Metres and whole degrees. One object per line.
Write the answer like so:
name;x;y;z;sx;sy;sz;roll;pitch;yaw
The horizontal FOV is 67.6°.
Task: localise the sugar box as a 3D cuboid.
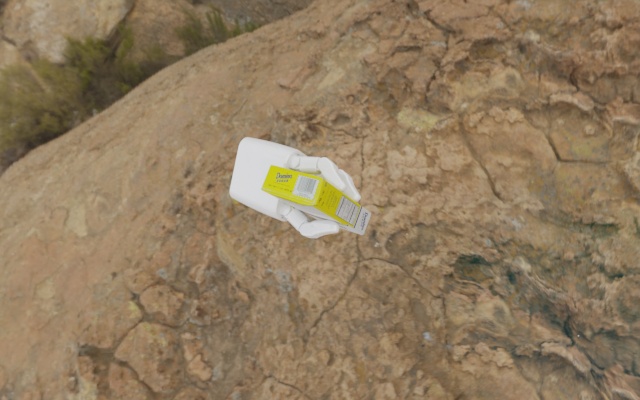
sugar box;0.000;0.002;0.716;0.093;0.048;0.176;17;-6;31
